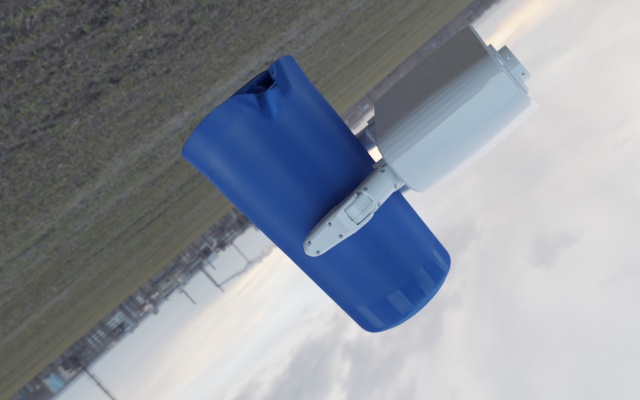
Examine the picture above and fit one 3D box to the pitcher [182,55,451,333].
[{"bbox_3d":[0.000,0.001,0.449,0.145,0.243,0.149,-40,4,25],"label":"pitcher"}]
